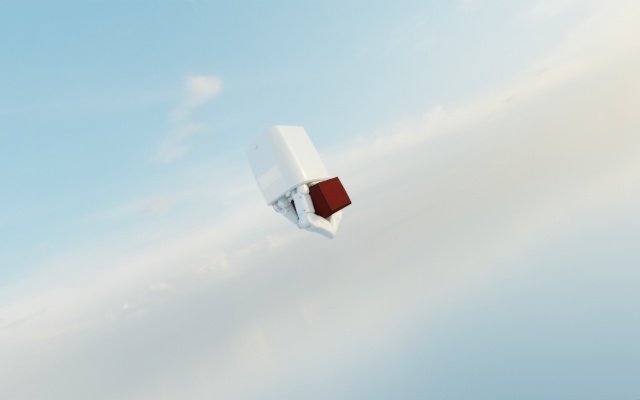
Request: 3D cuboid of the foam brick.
[{"bbox_3d":[0.000,0.002,0.776,0.053,0.051,0.078,-18,-10,-45],"label":"foam brick"}]
